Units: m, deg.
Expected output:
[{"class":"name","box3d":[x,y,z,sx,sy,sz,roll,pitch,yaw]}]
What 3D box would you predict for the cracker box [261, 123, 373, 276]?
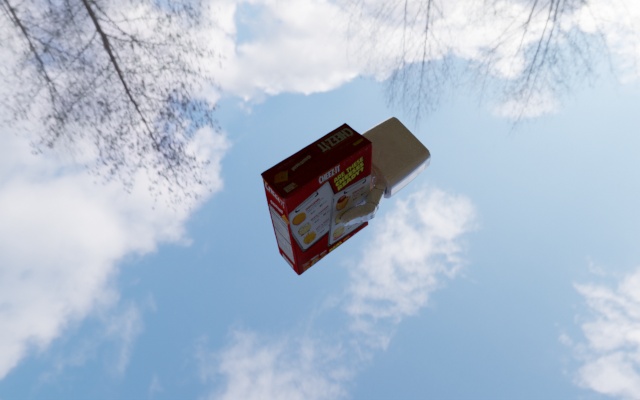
[{"class":"cracker box","box3d":[0.000,0.003,0.771,0.164,0.214,0.072,-34,57,-21]}]
